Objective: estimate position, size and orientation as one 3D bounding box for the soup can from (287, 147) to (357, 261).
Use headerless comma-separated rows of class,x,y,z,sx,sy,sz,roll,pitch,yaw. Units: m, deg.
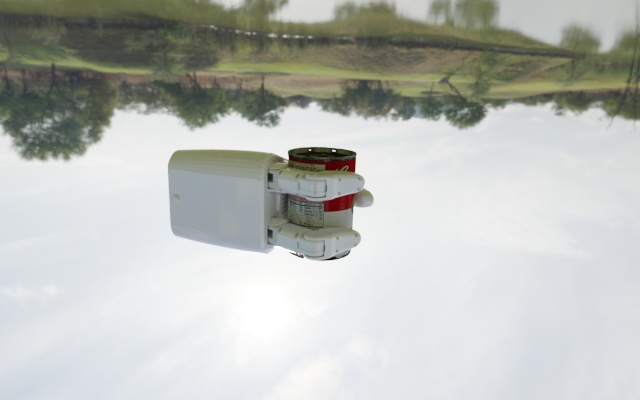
soup can,0.001,0.002,0.477,0.068,0.102,0.068,2,14,0
